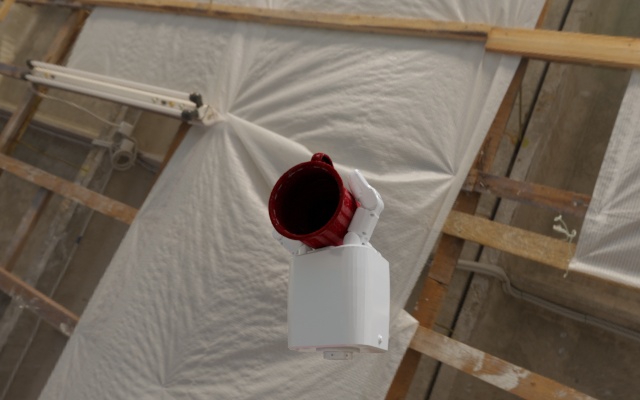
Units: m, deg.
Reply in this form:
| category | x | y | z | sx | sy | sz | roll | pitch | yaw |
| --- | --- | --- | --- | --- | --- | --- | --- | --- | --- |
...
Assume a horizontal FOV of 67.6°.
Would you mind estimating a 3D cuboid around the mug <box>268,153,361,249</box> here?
| category | x | y | z | sx | sy | sz | roll | pitch | yaw |
| --- | --- | --- | --- | --- | --- | --- | --- | --- | --- |
| mug | 0.000 | 0.001 | 0.559 | 0.093 | 0.117 | 0.081 | -7 | -23 | 24 |
